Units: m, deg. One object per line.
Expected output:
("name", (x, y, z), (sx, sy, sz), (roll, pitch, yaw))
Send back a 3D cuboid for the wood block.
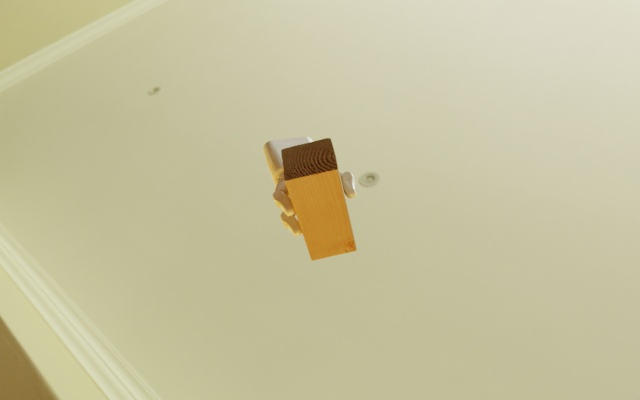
("wood block", (0.000, 0.003, 0.861), (0.091, 0.206, 0.090), (-14, 43, 3))
